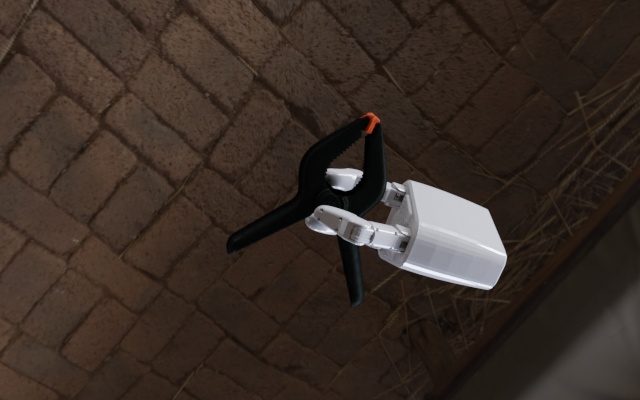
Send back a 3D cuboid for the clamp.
[{"bbox_3d":[0.000,0.001,0.509,0.164,0.210,0.036,18,15,-7],"label":"clamp"}]
